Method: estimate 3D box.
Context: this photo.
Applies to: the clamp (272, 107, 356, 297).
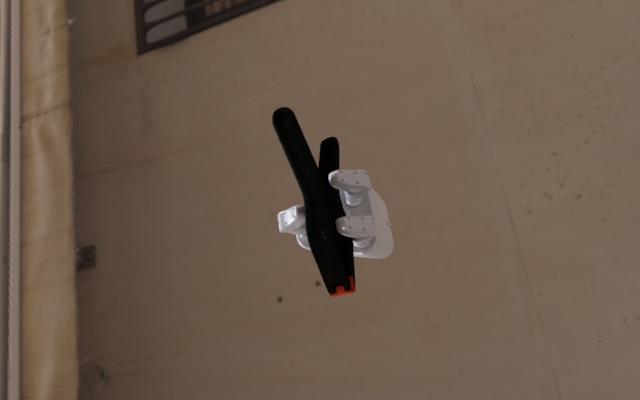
[{"bbox_3d":[0.000,0.003,0.542,0.036,0.210,0.164,-15,-16,20],"label":"clamp"}]
